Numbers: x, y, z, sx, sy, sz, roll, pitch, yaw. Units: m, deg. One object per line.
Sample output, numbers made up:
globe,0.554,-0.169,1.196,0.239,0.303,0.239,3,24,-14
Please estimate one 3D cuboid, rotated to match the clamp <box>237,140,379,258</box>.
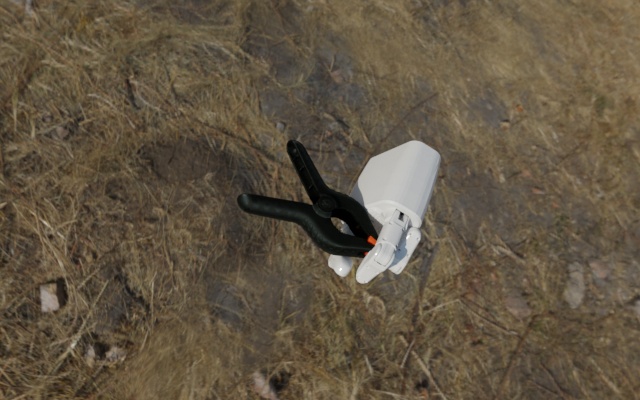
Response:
clamp,0.000,0.002,0.565,0.171,0.120,0.039,31,-30,-7
